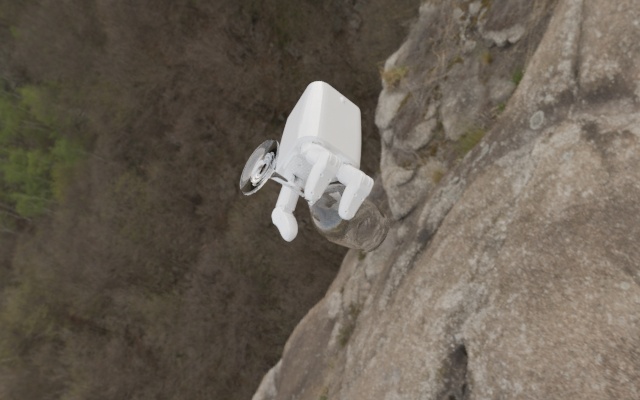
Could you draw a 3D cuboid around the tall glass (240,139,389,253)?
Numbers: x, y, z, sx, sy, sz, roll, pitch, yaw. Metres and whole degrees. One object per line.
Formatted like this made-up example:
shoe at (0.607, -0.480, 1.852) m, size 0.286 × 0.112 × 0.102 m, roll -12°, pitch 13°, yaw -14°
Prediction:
tall glass at (0.000, 0.002, 0.615) m, size 0.201 × 0.079 × 0.079 m, roll 31°, pitch -17°, yaw -32°
